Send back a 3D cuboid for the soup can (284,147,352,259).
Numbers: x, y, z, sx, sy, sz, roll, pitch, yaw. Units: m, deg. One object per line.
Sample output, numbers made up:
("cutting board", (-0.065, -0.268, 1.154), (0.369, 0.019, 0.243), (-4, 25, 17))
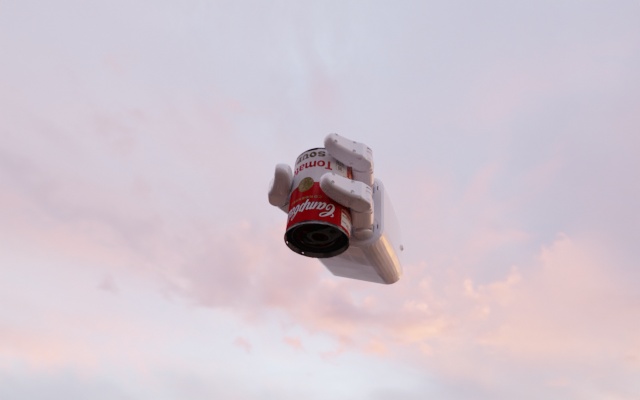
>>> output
("soup can", (0.000, 0.001, 0.515), (0.068, 0.102, 0.069), (3, -37, 3))
